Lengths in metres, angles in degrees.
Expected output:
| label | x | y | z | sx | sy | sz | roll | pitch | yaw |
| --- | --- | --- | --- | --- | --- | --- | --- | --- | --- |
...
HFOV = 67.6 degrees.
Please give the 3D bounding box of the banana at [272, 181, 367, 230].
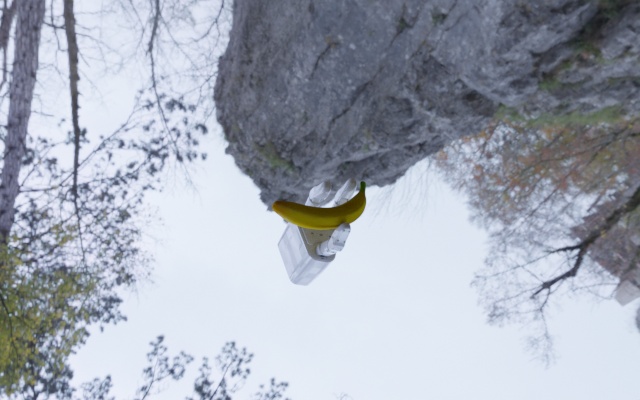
| label | x | y | z | sx | sy | sz | roll | pitch | yaw |
| --- | --- | --- | --- | --- | --- | --- | --- | --- | --- |
| banana | 0.011 | 0.017 | 0.814 | 0.198 | 0.069 | 0.037 | -13 | -25 | -36 |
